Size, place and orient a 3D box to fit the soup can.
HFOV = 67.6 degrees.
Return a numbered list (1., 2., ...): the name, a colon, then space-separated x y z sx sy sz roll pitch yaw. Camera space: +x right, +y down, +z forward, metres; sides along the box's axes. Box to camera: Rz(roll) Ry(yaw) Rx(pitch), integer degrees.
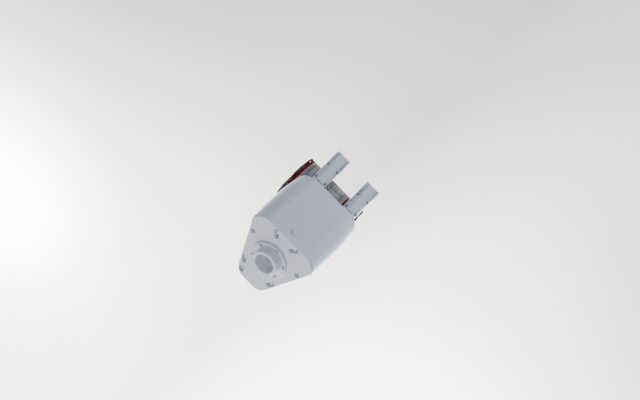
1. soup can: 0.000 0.002 0.653 0.068 0.102 0.068 -45 -2 -2
